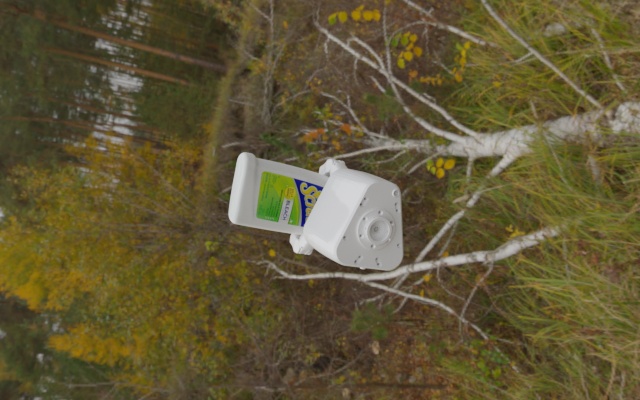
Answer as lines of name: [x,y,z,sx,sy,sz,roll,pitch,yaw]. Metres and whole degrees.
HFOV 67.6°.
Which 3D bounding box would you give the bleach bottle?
bleach bottle: [0.000,0.002,0.695,0.251,0.102,0.068,9,5,-21]
